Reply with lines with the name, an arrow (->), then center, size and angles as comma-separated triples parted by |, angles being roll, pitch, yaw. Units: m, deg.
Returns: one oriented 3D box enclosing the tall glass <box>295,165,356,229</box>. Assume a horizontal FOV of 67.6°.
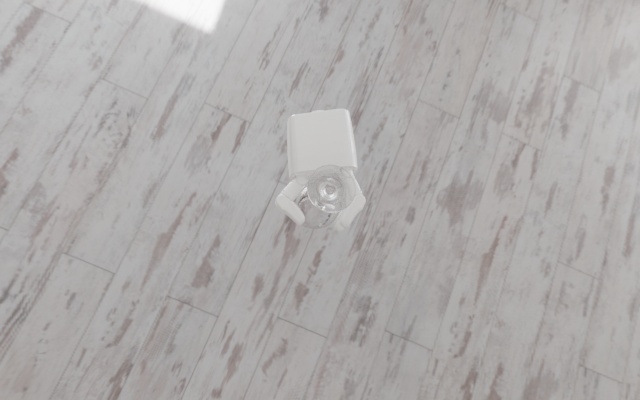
tall glass -> 0.000, 0.003, 0.808 | 0.079, 0.079, 0.201 | 0, -13, -10
